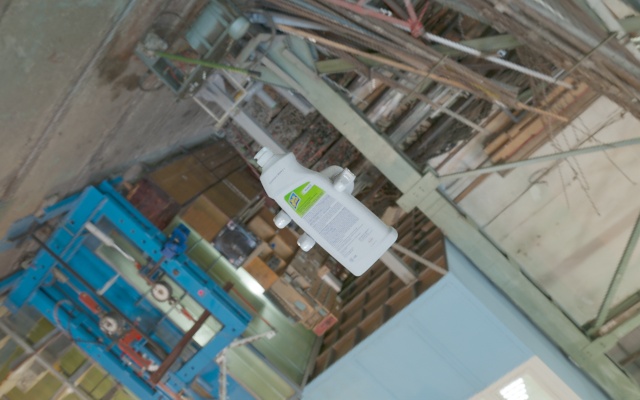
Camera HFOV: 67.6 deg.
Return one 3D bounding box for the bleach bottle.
[{"bbox_3d":[0.000,0.003,0.768,0.251,0.102,0.068,44,4,-4],"label":"bleach bottle"}]
